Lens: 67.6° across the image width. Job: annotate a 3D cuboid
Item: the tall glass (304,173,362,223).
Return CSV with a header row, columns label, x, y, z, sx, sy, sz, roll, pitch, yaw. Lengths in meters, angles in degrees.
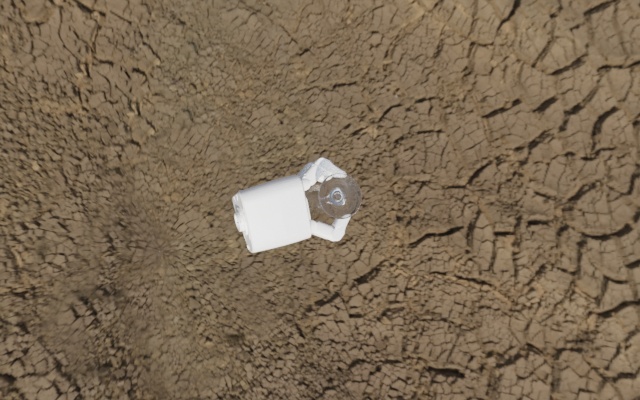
label,x,y,z,sx,sy,sz,roll,pitch,yaw
tall glass,0.001,0.003,0.858,0.079,0.079,0.201,0,-6,-18
